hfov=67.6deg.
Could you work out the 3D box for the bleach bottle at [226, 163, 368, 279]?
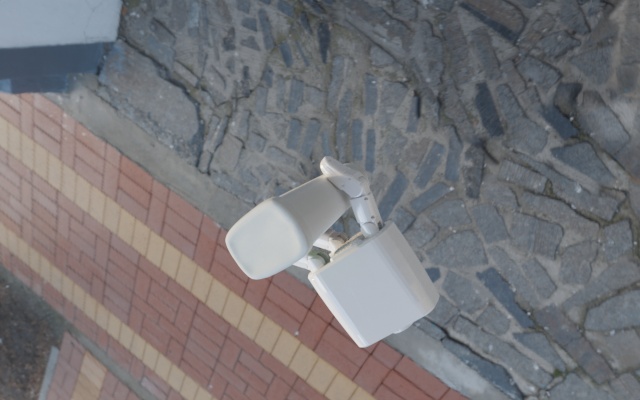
[{"bbox_3d":[0.000,0.002,0.574,0.102,0.068,0.250,-34,1,35],"label":"bleach bottle"}]
